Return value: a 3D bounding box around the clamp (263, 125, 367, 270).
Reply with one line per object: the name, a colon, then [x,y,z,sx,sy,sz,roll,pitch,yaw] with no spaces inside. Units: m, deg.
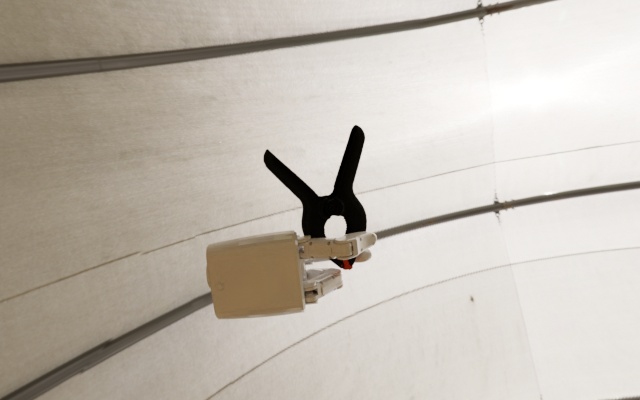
clamp: [0.000,0.002,0.567,0.120,0.171,0.039,-7,10,-1]
